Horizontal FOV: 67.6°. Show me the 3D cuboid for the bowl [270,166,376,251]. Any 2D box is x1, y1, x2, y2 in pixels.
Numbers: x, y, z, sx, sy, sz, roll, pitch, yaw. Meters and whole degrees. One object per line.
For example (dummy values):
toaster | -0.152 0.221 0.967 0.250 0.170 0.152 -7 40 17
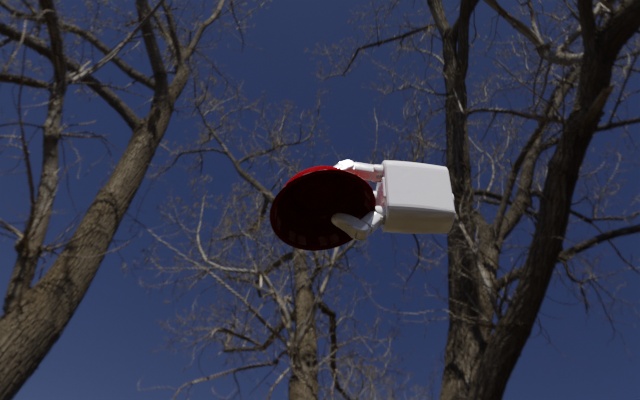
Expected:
bowl | -0.001 0.002 0.731 0.162 0.162 0.055 0 40 -14
